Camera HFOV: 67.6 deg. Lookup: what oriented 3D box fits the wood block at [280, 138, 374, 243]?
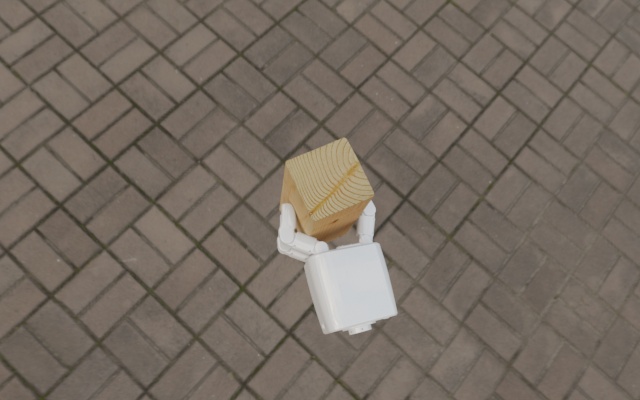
[{"bbox_3d":[0.001,0.002,0.702,0.091,0.090,0.206,-23,-13,-14],"label":"wood block"}]
